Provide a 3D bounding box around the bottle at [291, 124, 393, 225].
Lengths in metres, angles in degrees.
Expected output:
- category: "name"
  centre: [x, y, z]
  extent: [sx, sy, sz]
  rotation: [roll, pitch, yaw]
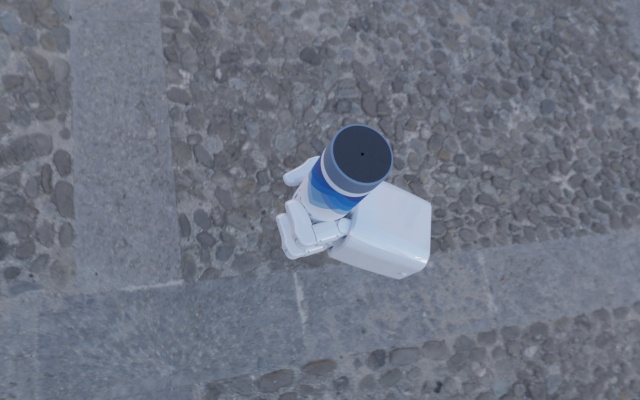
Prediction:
- category: "bottle"
  centre: [0.000, 0.002, 0.602]
  extent: [0.069, 0.069, 0.296]
  rotation: [0, -19, -17]
